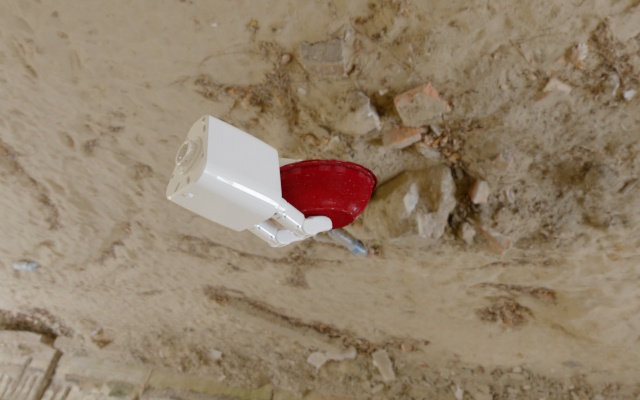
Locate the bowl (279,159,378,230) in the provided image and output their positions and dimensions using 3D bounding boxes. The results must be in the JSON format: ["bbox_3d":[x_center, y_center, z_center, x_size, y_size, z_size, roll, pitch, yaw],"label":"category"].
[{"bbox_3d":[0.001,0.003,0.662,0.162,0.055,0.162,-2,-22,-1],"label":"bowl"}]
